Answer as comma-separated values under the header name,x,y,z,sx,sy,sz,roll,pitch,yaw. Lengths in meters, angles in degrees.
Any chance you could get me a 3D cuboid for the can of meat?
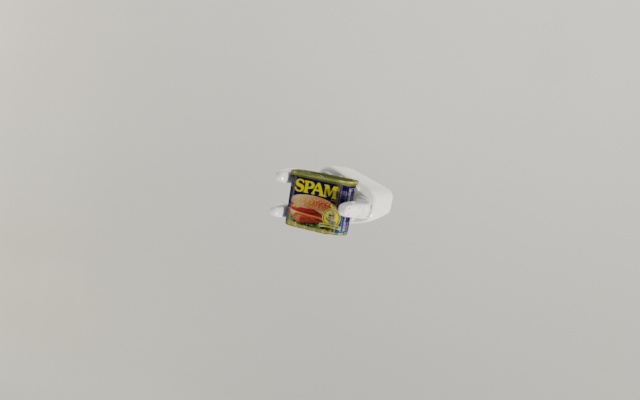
name,x,y,z,sx,sy,sz,roll,pitch,yaw
can of meat,0.000,0.003,0.725,0.102,0.084,0.057,13,9,21
